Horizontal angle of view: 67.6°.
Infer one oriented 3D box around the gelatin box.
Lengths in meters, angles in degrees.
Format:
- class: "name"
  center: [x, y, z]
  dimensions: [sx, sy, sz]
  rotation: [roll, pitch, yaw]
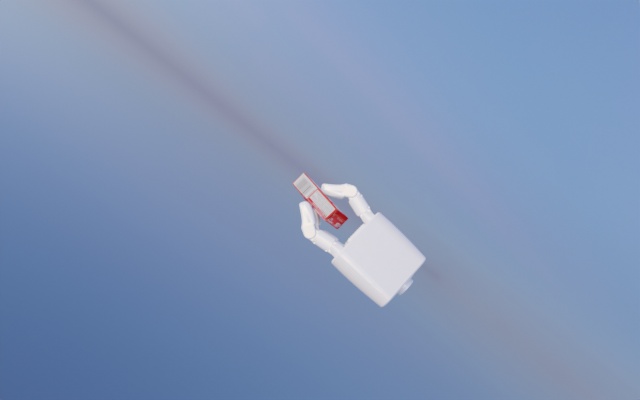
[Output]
- class: "gelatin box"
  center: [0.000, 0.002, 0.787]
  dimensions: [0.030, 0.089, 0.073]
  rotation: [-43, -21, 3]
